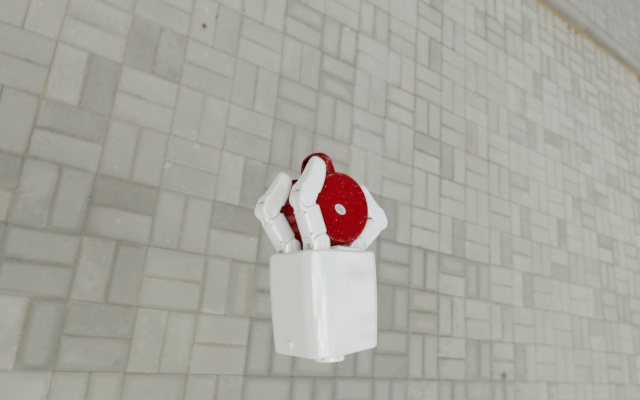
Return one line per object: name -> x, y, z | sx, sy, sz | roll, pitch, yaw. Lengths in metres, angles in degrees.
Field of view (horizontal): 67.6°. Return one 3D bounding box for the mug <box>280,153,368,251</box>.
mug -> 0.000, 0.000, 0.556 | 0.093, 0.117, 0.081 | 4, -11, -36
